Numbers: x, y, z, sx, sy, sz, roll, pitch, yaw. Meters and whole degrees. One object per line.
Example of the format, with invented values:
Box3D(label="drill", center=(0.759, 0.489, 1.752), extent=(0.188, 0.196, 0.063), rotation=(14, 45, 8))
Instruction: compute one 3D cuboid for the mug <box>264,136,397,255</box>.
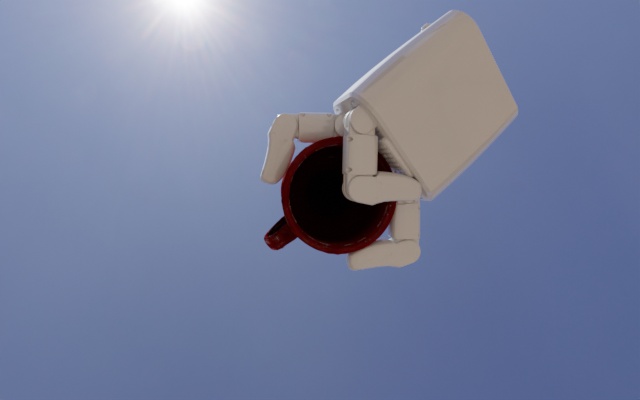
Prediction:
Box3D(label="mug", center=(-0.001, 0.002, 0.412), extent=(0.117, 0.093, 0.081), rotation=(-41, 10, -4))
